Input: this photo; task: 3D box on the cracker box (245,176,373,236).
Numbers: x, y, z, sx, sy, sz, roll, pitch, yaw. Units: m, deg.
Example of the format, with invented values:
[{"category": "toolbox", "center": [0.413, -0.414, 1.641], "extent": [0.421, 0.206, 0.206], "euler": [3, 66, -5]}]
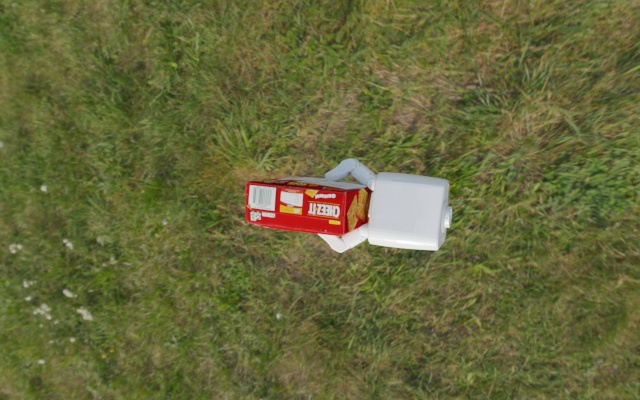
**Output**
[{"category": "cracker box", "center": [0.000, 0.002, 0.786], "extent": [0.164, 0.072, 0.213], "euler": [6, 7, 22]}]
